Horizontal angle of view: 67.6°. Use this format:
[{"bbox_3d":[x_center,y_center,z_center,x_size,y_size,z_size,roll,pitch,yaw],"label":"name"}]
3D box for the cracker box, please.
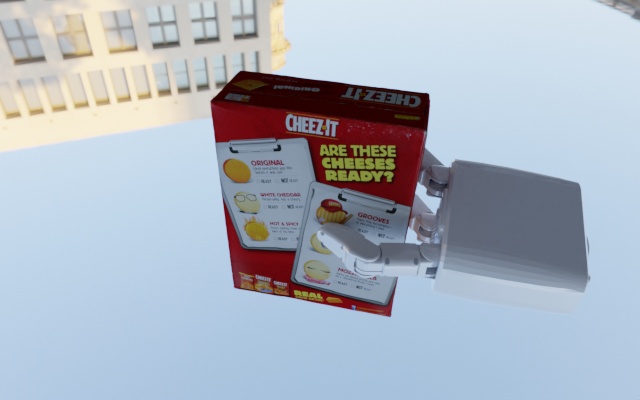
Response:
[{"bbox_3d":[0.000,0.002,0.433,0.164,0.214,0.072,9,39,8],"label":"cracker box"}]
